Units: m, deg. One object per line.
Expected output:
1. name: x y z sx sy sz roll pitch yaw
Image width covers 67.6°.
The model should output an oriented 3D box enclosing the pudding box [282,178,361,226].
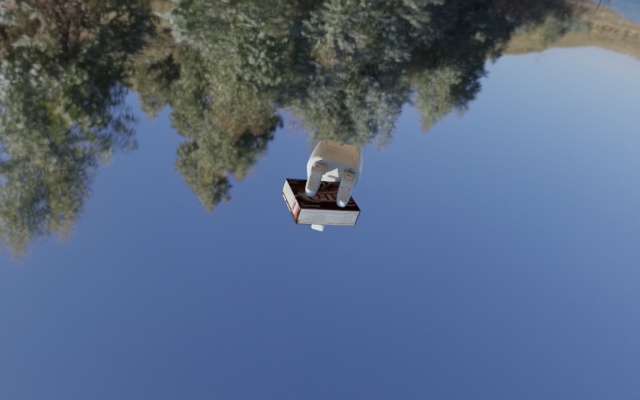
1. pudding box: 0.000 0.003 0.813 0.113 0.039 0.090 1 33 -23
